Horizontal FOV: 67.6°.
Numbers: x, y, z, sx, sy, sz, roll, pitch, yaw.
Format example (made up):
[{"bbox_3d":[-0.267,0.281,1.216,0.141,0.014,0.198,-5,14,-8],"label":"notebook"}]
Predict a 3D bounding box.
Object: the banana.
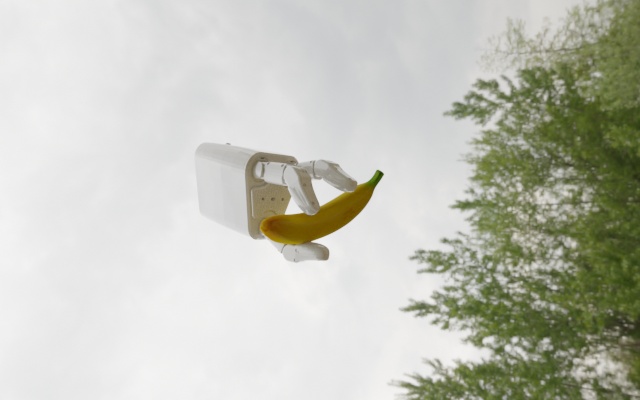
[{"bbox_3d":[0.001,0.016,0.584,0.037,0.070,0.197,32,42,33],"label":"banana"}]
